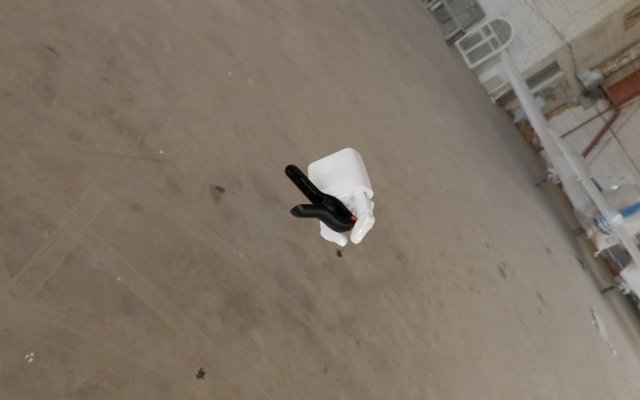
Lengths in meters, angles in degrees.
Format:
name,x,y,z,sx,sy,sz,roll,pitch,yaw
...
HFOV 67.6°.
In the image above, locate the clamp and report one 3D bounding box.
name,x,y,z,sx,sy,sz,roll,pitch,yaw
clamp,0.001,0.003,0.863,0.039,0.120,0.171,-33,-40,28
